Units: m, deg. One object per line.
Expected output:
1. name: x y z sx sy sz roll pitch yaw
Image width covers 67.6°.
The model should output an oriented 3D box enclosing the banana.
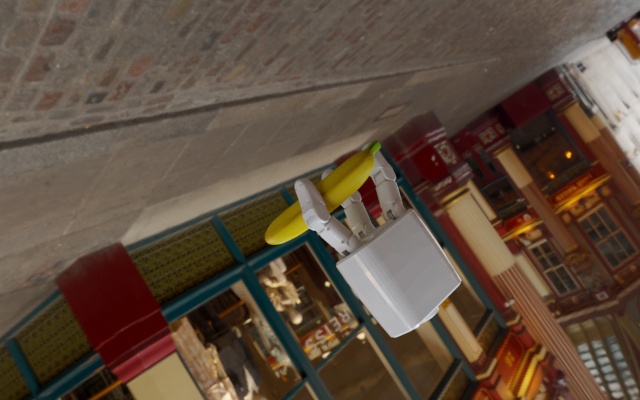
1. banana: -0.002 0.003 0.583 0.198 0.037 0.069 -39 -2 17
